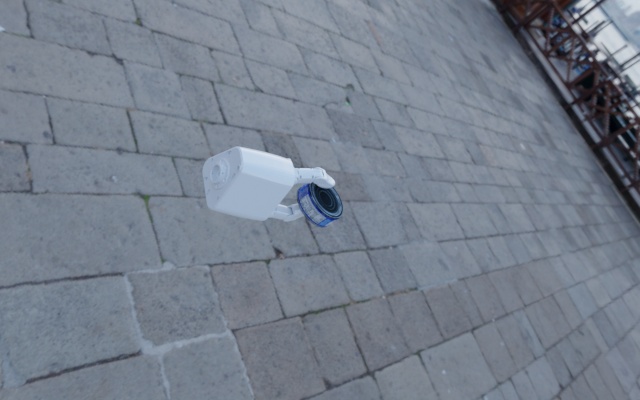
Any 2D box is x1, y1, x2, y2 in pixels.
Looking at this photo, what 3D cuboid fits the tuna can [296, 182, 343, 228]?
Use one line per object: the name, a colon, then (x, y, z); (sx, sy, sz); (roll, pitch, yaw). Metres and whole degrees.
tuna can: (0.001, 0.002, 0.843); (0.034, 0.086, 0.086); (-35, -20, 31)
